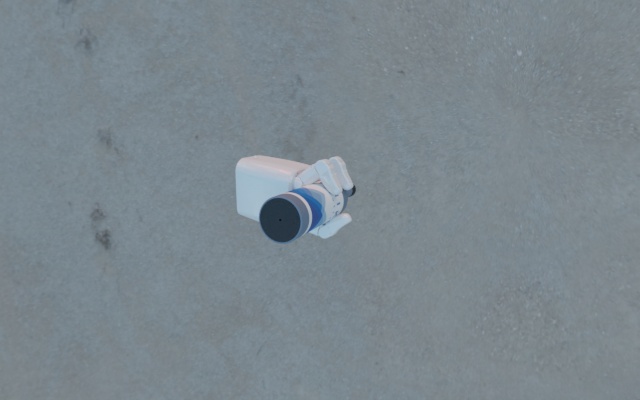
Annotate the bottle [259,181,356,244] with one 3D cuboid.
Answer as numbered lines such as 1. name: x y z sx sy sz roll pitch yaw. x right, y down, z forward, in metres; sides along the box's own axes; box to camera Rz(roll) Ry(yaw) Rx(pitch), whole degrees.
1. bottle: 0.000 0.003 0.781 0.069 0.069 0.295 0 9 22
